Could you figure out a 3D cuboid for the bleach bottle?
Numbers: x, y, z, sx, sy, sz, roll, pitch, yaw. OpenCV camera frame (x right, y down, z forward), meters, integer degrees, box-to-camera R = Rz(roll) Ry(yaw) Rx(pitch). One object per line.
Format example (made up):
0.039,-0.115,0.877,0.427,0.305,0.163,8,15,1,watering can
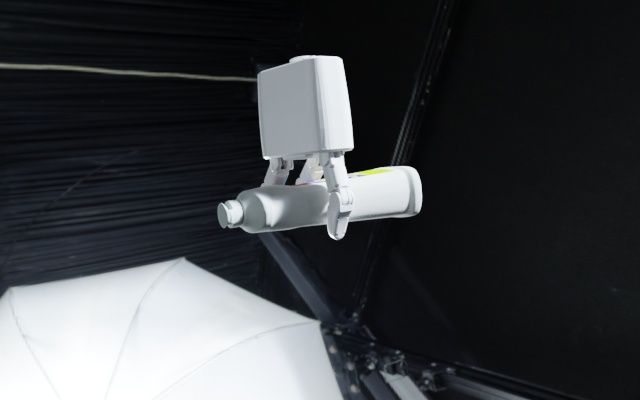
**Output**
0.000,0.002,0.591,0.251,0.068,0.102,-8,5,-32,bleach bottle
